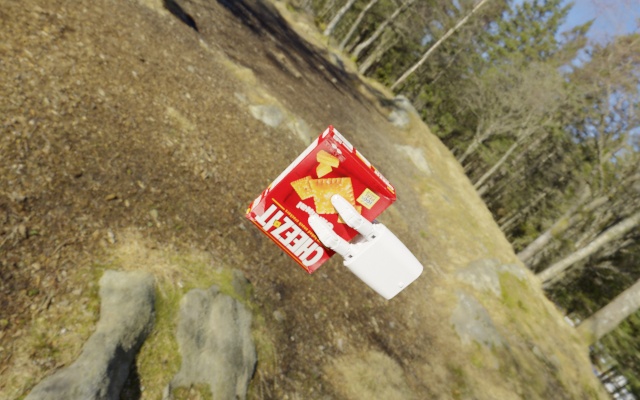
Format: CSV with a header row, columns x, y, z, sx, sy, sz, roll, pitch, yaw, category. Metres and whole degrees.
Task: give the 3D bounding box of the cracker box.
x,y,z,sx,sy,sz,roll,pitch,yaw,category
0.000,0.003,0.841,0.214,0.164,0.072,-43,12,17,cracker box
